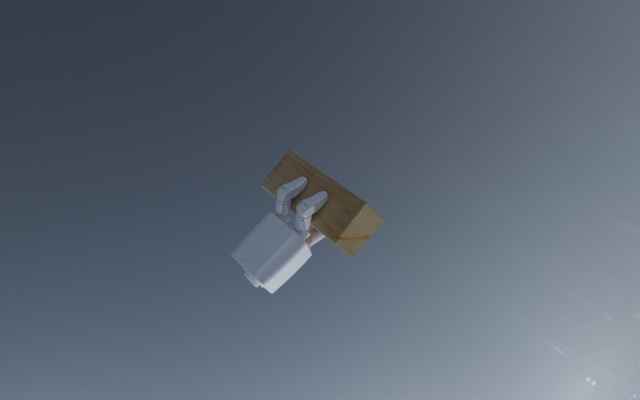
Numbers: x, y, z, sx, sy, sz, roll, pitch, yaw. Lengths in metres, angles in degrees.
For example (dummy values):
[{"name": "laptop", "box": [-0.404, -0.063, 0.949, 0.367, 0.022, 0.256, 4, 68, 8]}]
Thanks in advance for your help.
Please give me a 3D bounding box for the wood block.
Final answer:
[{"name": "wood block", "box": [0.000, 0.003, 0.880, 0.206, 0.090, 0.091, 37, -3, 34]}]
